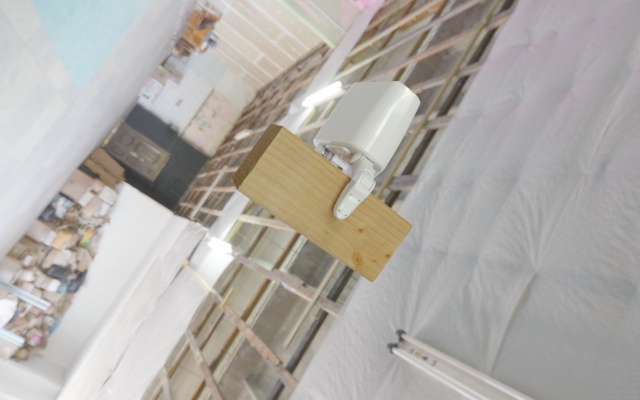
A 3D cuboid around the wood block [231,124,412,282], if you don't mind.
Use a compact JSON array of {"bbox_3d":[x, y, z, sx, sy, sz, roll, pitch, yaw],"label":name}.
[{"bbox_3d":[0.001,0.002,0.602,0.206,0.090,0.091,36,0,-18],"label":"wood block"}]
